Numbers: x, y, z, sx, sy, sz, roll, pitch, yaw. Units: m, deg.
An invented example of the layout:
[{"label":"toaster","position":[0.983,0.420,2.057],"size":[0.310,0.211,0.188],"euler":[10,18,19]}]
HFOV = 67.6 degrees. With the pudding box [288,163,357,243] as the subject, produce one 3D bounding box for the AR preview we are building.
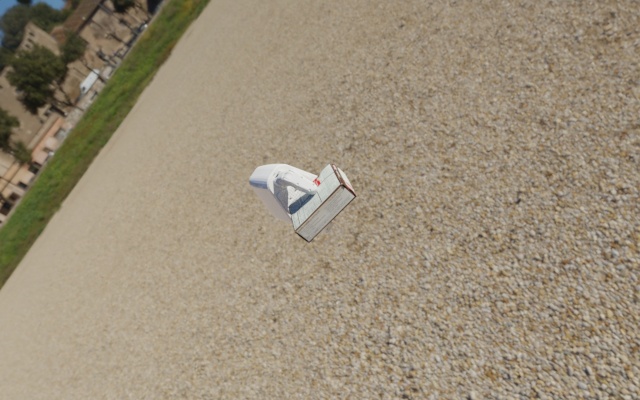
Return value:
[{"label":"pudding box","position":[0.000,0.002,0.785],"size":[0.039,0.113,0.090],"euler":[37,15,-26]}]
